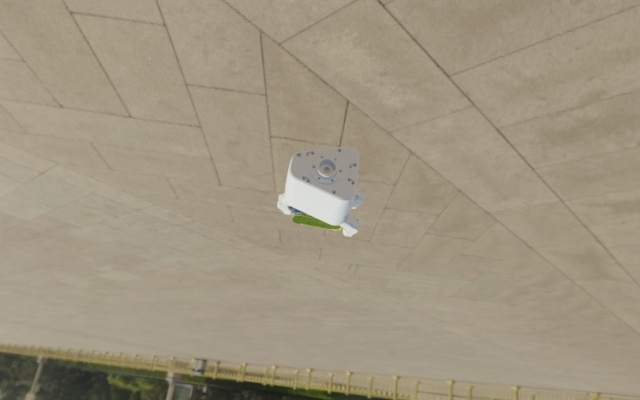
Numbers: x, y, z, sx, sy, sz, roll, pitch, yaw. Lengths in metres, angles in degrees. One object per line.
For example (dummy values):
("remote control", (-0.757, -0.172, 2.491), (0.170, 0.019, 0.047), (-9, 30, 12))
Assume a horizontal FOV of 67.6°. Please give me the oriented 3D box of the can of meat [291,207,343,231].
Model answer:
("can of meat", (0.000, 0.003, 0.865), (0.102, 0.084, 0.057), (10, -23, -5))
